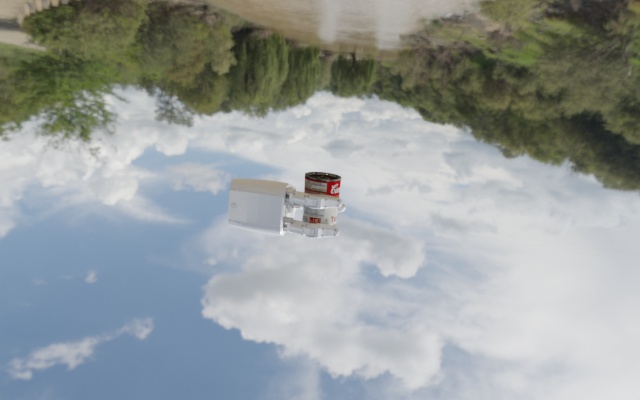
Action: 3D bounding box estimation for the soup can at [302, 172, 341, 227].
[{"bbox_3d":[0.001,0.003,0.890,0.068,0.102,0.068,5,14,-1],"label":"soup can"}]
